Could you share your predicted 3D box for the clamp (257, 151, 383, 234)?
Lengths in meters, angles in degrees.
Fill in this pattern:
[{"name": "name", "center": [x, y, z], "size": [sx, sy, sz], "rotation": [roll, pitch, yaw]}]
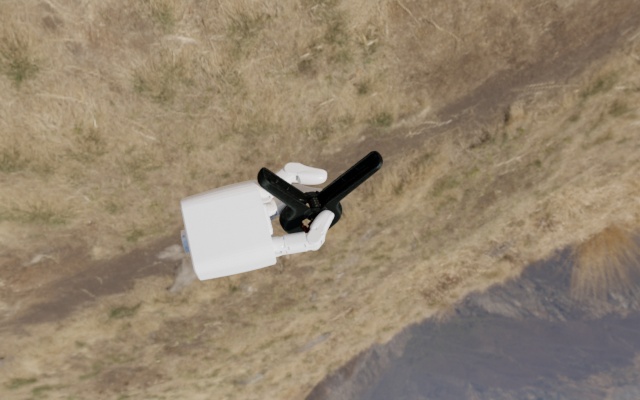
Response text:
[{"name": "clamp", "center": [0.000, 0.003, 0.678], "size": [0.164, 0.036, 0.210], "rotation": [-12, -29, -8]}]
